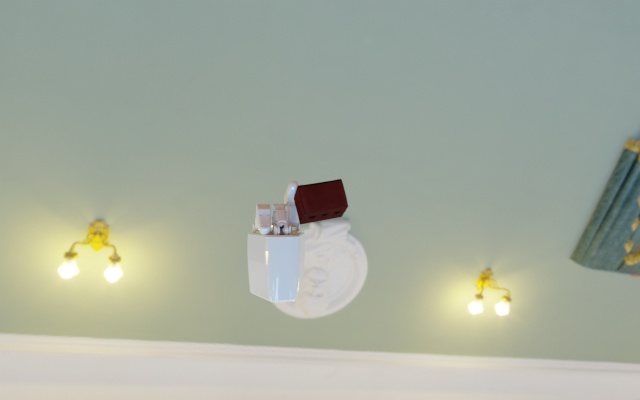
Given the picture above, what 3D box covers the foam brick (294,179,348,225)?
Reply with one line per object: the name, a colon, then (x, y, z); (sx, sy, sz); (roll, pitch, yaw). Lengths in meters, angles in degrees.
foam brick: (0.000, 0.002, 0.799); (0.078, 0.051, 0.053); (-10, -21, -16)
